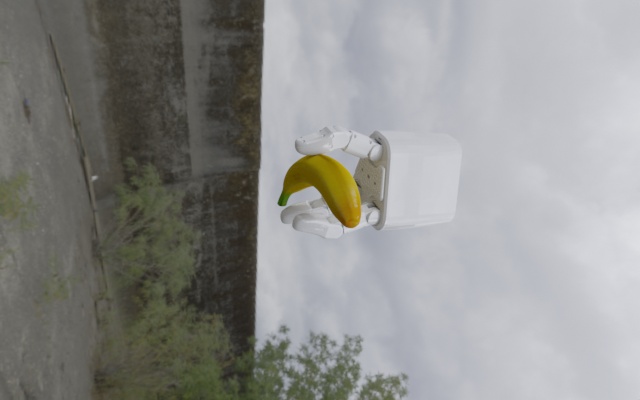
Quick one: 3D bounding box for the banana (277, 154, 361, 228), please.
[{"bbox_3d":[0.000,-0.017,0.525,0.037,0.069,0.198,1,5,-23],"label":"banana"}]
